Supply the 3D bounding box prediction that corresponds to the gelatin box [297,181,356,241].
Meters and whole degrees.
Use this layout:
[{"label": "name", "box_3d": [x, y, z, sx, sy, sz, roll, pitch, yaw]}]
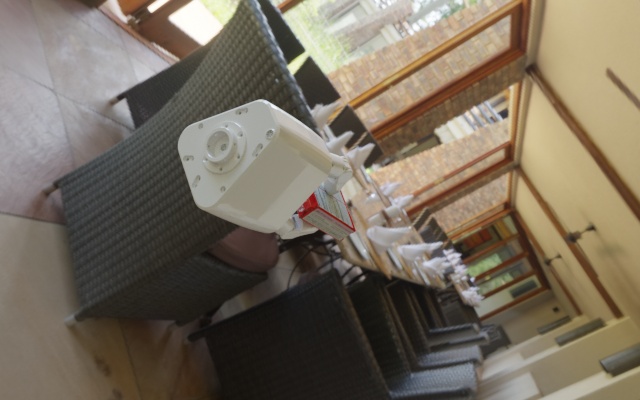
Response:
[{"label": "gelatin box", "box_3d": [0.001, 0.002, 0.586, 0.030, 0.073, 0.089, -34, -38, 20]}]
